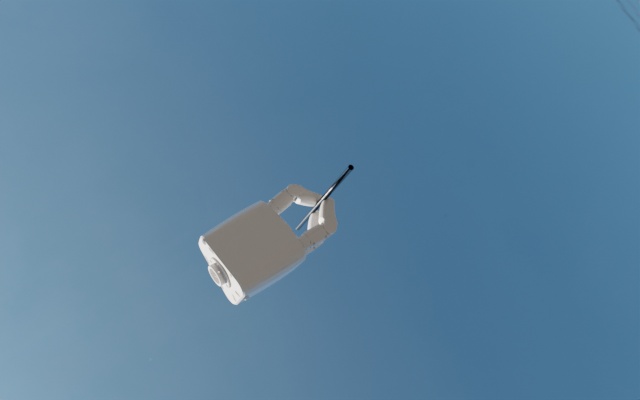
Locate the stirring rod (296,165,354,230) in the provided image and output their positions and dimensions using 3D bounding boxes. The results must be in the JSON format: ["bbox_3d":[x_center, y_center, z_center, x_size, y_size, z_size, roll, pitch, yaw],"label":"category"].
[{"bbox_3d":[0.000,0.002,0.725,0.011,0.011,0.240,0,-22,-21],"label":"stirring rod"}]
